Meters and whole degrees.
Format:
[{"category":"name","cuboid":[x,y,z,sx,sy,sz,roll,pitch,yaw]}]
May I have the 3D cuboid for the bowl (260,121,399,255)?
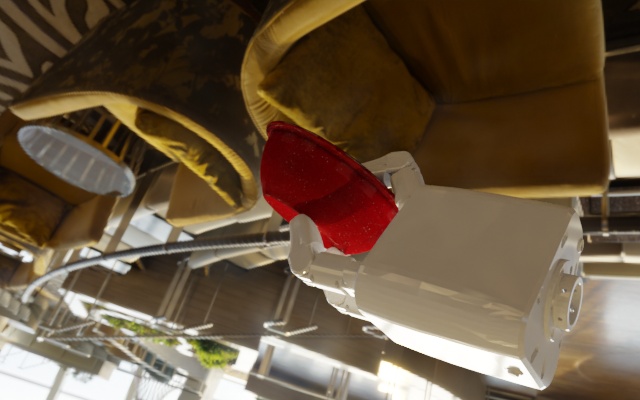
[{"category":"bowl","cuboid":[-0.001,0.002,0.435,0.162,0.055,0.162,35,-11,8]}]
